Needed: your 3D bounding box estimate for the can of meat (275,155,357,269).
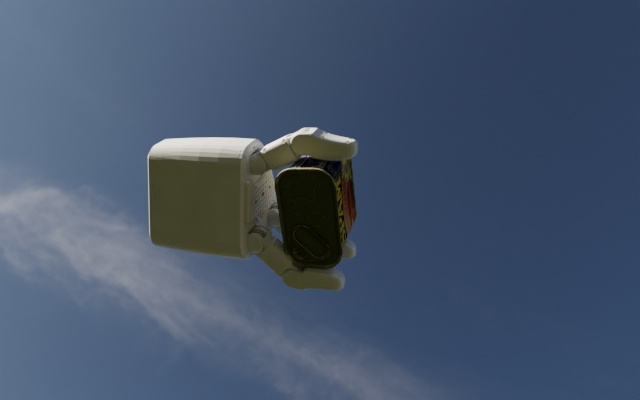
[{"bbox_3d":[0.000,0.001,0.470,0.057,0.102,0.084,1,25,16],"label":"can of meat"}]
